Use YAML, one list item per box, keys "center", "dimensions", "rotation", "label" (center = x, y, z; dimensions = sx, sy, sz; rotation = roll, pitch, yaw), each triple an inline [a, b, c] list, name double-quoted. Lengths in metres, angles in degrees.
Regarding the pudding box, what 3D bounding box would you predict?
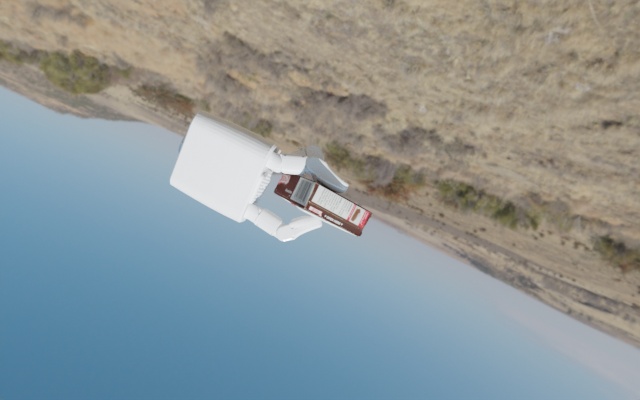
- center: [0.000, 0.002, 0.615]
  dimensions: [0.090, 0.039, 0.113]
  rotation: [27, 1, -27]
  label: "pudding box"
